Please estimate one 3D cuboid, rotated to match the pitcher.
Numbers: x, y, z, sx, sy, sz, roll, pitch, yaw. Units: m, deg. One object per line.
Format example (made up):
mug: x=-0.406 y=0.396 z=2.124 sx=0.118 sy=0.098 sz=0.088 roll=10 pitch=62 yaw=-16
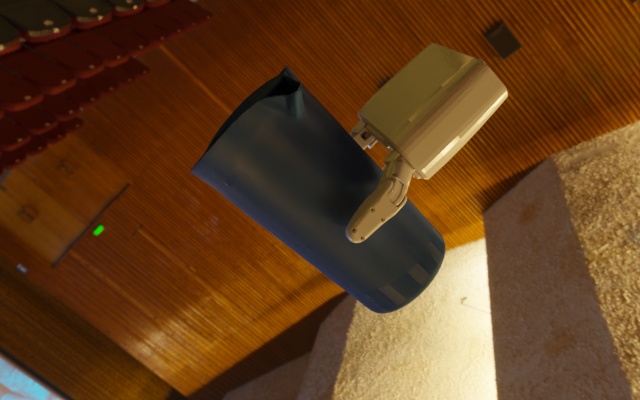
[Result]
pitcher: x=0.000 y=0.001 z=0.478 sx=0.243 sy=0.145 sz=0.149 roll=43 pitch=8 yaw=-13
